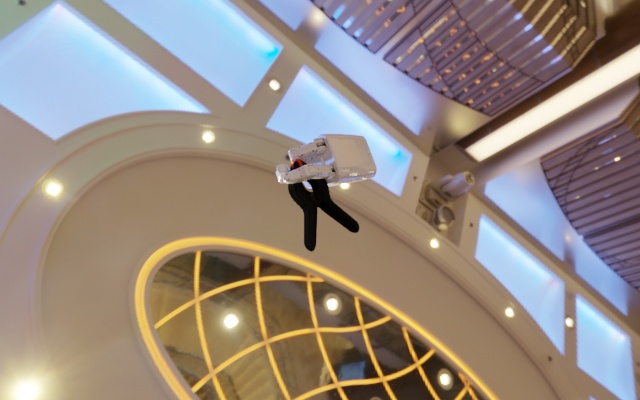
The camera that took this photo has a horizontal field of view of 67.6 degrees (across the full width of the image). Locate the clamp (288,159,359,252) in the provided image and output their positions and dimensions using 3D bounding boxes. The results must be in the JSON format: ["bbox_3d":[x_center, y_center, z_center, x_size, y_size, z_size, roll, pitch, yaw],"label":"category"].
[{"bbox_3d":[0.000,0.003,0.866,0.120,0.171,0.039,-7,-19,-39],"label":"clamp"}]
